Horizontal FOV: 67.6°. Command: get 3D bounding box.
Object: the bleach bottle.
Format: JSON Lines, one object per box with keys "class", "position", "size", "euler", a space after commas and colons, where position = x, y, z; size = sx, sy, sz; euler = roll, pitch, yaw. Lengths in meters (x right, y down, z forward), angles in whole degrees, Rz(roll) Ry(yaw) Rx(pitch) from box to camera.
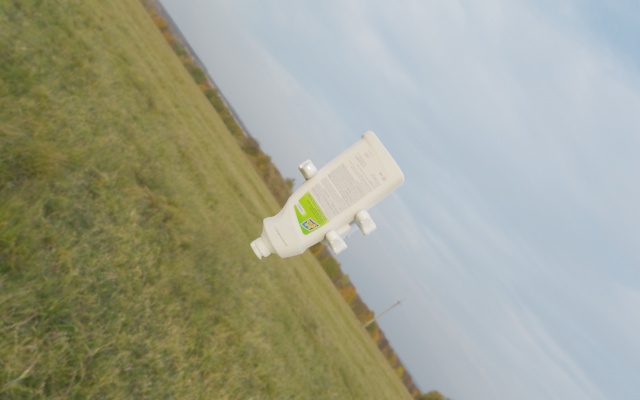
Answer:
{"class": "bleach bottle", "position": [0.000, 0.002, 0.739], "size": [0.251, 0.102, 0.068], "euler": [-33, -13, -2]}
